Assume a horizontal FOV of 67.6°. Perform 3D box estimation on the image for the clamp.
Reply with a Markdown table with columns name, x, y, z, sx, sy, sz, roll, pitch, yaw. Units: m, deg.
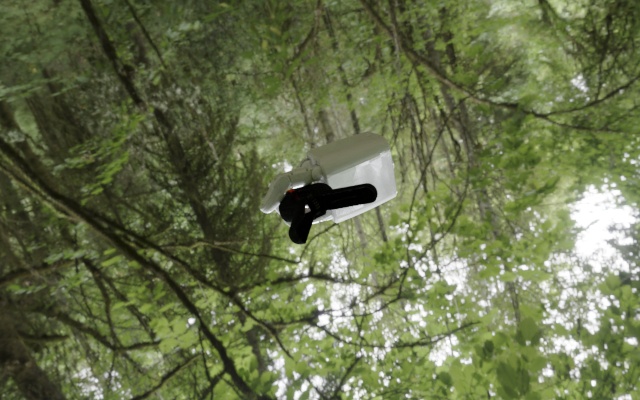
| name | x | y | z | sx | sy | sz | roll | pitch | yaw |
| --- | --- | --- | --- | --- | --- | --- | --- | --- | --- |
| clamp | 0.000 | 0.003 | 0.626 | 0.120 | 0.039 | 0.171 | -22 | 18 | -9 |
